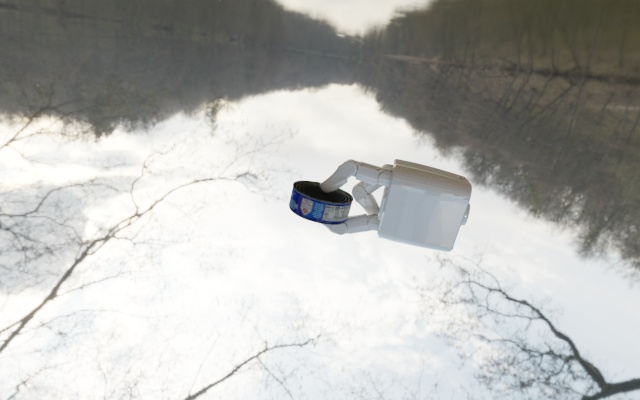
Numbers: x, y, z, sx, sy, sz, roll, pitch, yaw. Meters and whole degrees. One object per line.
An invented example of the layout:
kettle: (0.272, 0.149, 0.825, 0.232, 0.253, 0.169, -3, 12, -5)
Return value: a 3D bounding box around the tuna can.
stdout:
tuna can: (0.000, 0.003, 0.659, 0.086, 0.034, 0.086, 13, 17, -4)
